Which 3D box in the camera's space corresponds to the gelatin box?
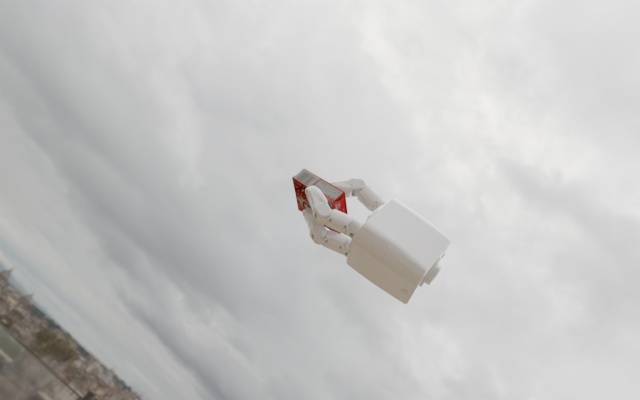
[{"bbox_3d":[0.000,0.002,0.726,0.089,0.073,0.030,32,59,32],"label":"gelatin box"}]
